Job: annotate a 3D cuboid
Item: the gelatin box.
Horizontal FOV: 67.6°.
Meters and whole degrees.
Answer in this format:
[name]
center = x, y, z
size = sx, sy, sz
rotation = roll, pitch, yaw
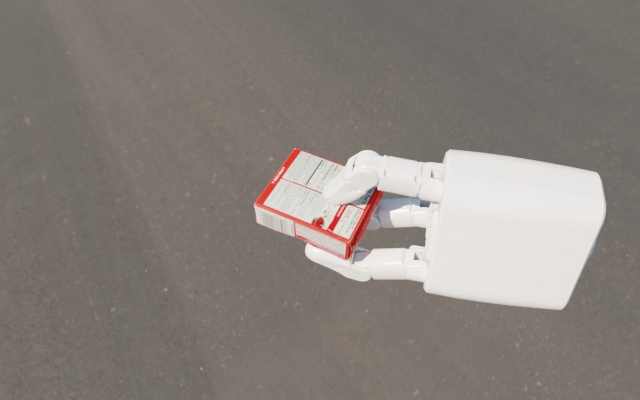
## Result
[gelatin box]
center = 0.000, 0.001, 0.405
size = 0.089, 0.073, 0.030
rotation = 21, -36, 14
